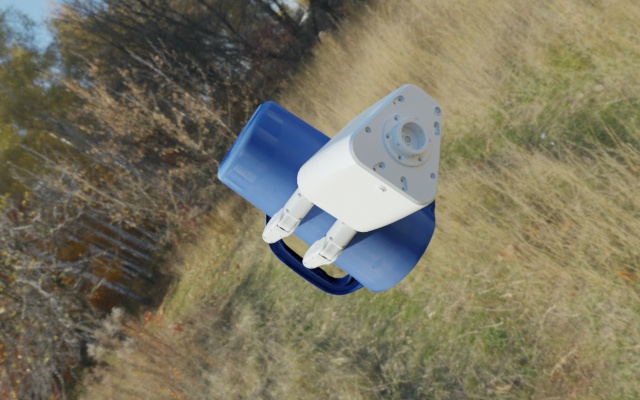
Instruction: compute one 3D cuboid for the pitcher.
[{"bbox_3d":[0.000,0.002,0.569,0.243,0.149,0.145,34,-25,-14],"label":"pitcher"}]
